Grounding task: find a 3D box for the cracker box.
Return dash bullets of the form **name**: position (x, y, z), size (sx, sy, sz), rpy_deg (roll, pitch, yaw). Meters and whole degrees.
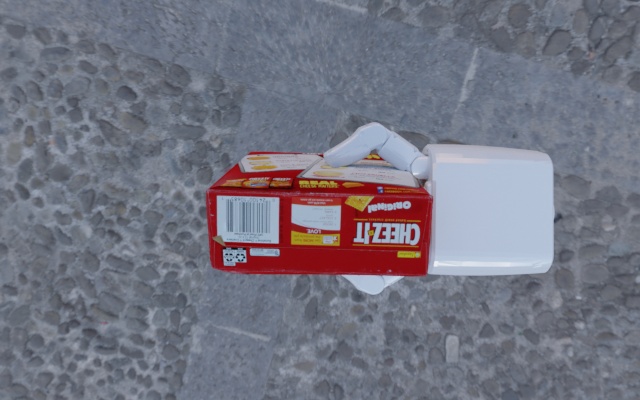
- **cracker box**: position (0.000, 0.001, 0.445), size (0.164, 0.072, 0.213), rpy_deg (1, 13, 0)
